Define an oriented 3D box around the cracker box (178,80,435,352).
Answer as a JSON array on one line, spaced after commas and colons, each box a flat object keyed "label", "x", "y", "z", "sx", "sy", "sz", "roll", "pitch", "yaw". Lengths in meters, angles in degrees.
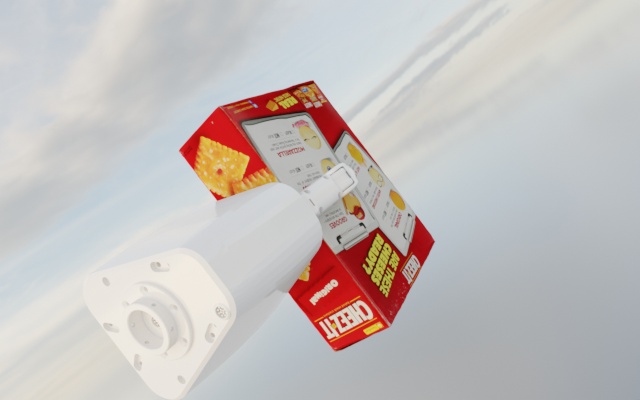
[{"label": "cracker box", "x": 0.000, "y": 0.001, "z": 0.442, "sx": 0.072, "sy": 0.213, "sz": 0.164, "roll": -36, "pitch": 1, "yaw": 33}]
